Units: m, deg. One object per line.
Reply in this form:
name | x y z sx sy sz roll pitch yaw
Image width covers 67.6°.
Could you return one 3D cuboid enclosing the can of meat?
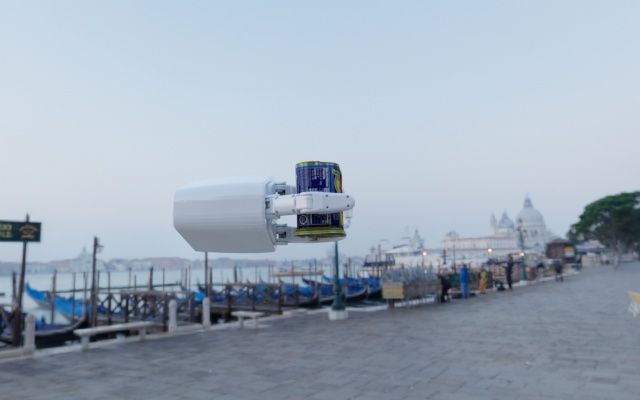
can of meat | 0.000 0.002 0.582 0.057 0.084 0.102 -3 -7 5
